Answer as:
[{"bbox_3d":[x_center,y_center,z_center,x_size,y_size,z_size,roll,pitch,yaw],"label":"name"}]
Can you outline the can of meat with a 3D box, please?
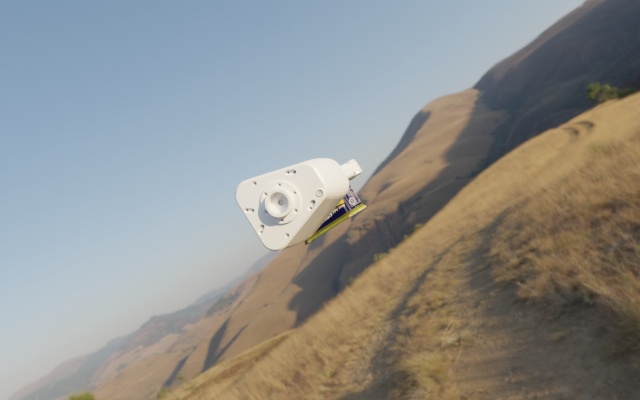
[{"bbox_3d":[0.000,0.002,0.693,0.102,0.084,0.057,-34,-4,19],"label":"can of meat"}]
